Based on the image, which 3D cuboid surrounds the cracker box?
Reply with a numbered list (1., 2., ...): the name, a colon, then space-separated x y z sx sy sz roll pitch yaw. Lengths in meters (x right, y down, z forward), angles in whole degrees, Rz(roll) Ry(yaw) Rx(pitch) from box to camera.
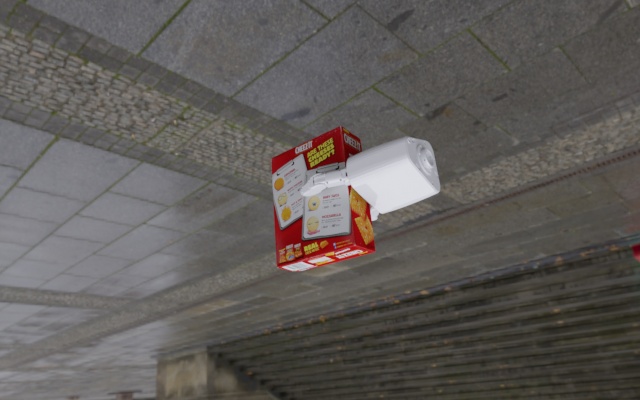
1. cracker box: 0.000 0.003 0.831 0.164 0.213 0.072 -20 -27 32
